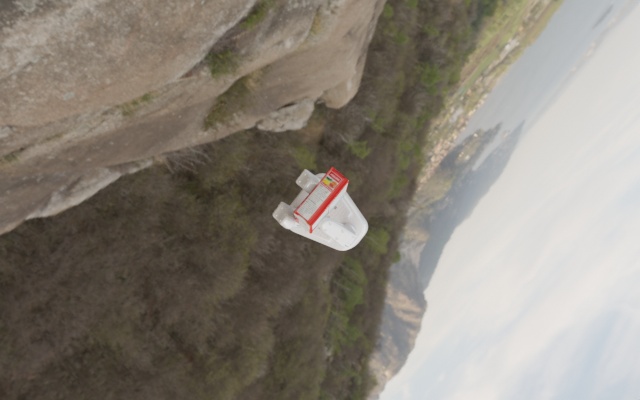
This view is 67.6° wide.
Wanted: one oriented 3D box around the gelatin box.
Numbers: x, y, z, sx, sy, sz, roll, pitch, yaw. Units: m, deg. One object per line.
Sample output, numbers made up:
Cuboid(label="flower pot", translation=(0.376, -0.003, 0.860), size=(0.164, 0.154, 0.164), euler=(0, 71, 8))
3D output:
Cuboid(label="gelatin box", translation=(0.000, 0.002, 0.604), size=(0.030, 0.073, 0.089), euler=(40, -8, 6))
